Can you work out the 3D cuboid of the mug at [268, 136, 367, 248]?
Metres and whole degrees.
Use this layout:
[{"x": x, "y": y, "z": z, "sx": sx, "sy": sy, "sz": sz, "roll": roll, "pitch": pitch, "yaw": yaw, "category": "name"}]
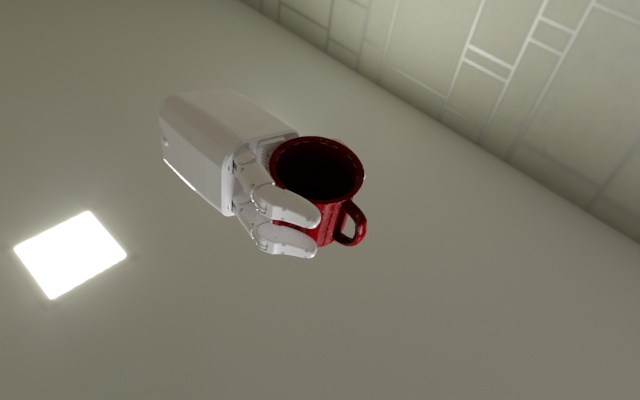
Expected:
[{"x": 0.001, "y": 0.003, "z": 0.484, "sx": 0.117, "sy": 0.082, "sz": 0.093, "roll": 38, "pitch": 53, "yaw": 22, "category": "mug"}]
